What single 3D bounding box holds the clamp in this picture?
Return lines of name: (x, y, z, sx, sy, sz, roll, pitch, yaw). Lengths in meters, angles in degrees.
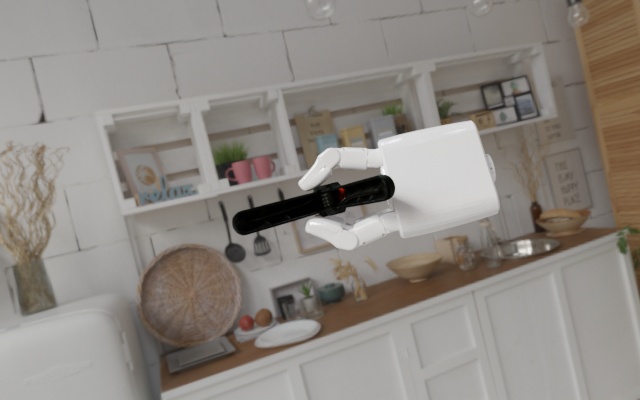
clamp: (0.000, 0.001, 0.544, 0.164, 0.036, 0.210, -13, 1, 7)
